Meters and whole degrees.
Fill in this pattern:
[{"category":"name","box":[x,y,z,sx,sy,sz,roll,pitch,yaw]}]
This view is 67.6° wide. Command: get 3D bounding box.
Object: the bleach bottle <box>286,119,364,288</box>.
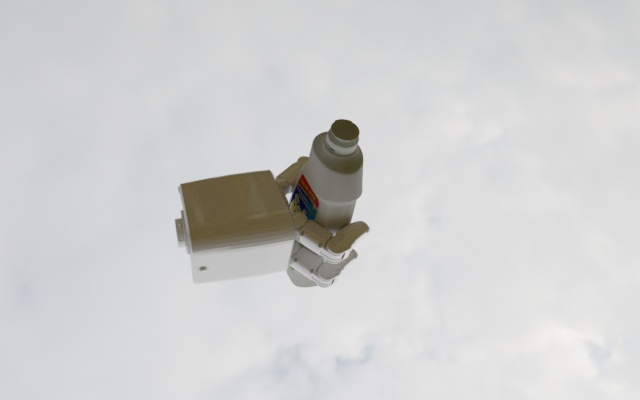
[{"category":"bleach bottle","box":[0.000,0.002,0.549,0.068,0.102,0.251,-8,-35,-18]}]
